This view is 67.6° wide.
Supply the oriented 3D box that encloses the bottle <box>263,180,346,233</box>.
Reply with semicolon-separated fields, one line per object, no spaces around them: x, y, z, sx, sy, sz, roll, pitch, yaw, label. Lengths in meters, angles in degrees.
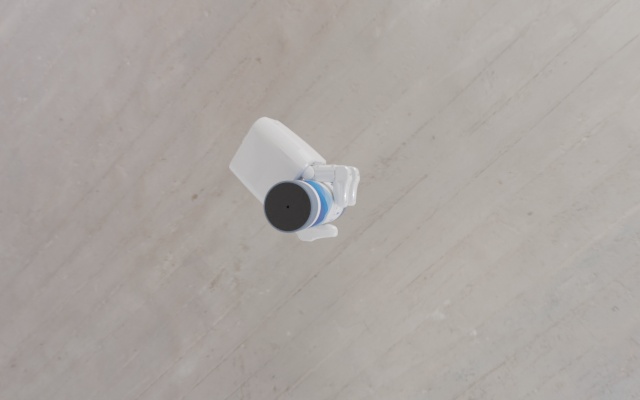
0.000;0.003;0.739;0.069;0.069;0.295;0;2;16;bottle
